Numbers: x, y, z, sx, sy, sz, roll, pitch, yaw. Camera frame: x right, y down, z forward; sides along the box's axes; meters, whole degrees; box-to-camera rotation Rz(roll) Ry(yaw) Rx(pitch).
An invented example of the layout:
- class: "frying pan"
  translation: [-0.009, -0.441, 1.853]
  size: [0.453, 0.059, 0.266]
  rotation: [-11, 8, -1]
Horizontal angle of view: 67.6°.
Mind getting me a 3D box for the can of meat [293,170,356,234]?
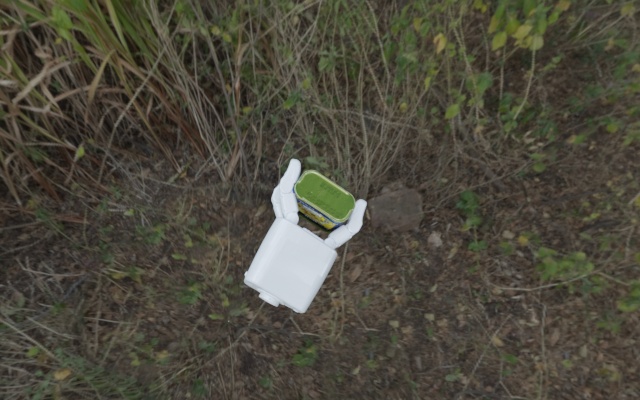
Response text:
- class: "can of meat"
  translation: [0.000, 0.002, 0.762]
  size: [0.102, 0.057, 0.084]
  rotation: [33, -17, -2]
